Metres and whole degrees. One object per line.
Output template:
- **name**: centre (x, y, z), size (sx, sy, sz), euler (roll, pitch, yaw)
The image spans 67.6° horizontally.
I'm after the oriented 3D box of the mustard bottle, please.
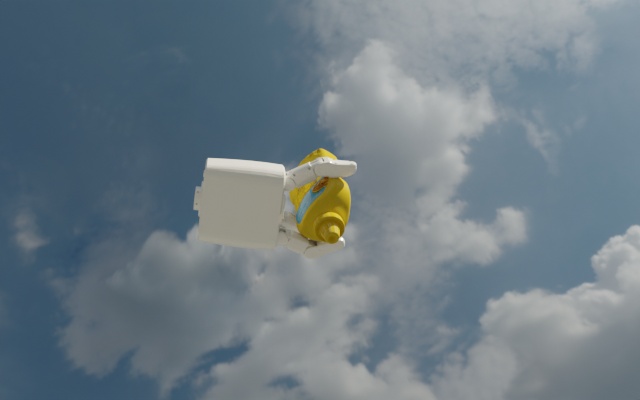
- **mustard bottle**: centre (0.000, 0.002, 0.685), size (0.058, 0.096, 0.191), euler (30, 20, -23)
